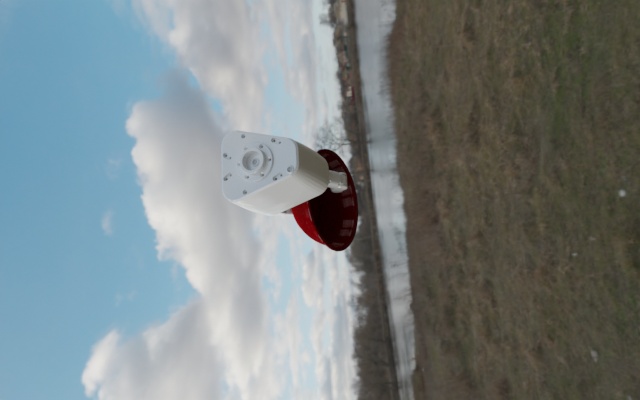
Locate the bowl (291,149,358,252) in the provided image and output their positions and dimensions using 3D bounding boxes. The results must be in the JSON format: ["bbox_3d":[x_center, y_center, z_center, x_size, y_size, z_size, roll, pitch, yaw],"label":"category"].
[{"bbox_3d":[0.000,0.003,0.758,0.055,0.162,0.162,-10,-5,31],"label":"bowl"}]
